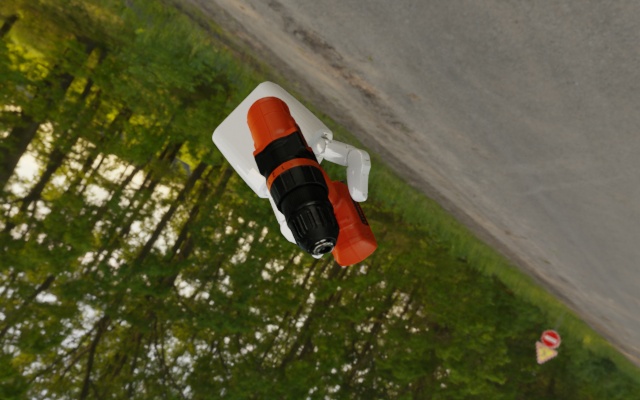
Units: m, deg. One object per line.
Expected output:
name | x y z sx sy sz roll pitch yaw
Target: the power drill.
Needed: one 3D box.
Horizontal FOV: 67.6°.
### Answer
power drill | 0.000 0.002 0.498 0.057 0.184 0.188 -28 -35 8
